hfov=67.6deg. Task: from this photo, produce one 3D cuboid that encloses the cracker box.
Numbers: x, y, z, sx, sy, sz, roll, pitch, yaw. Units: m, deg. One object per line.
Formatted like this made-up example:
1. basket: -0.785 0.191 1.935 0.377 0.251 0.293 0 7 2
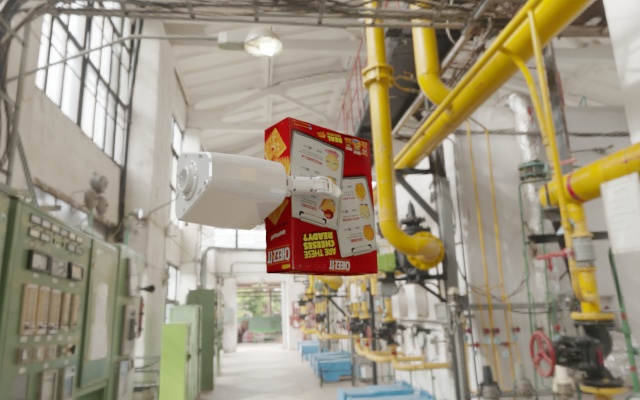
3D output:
1. cracker box: 0.000 0.002 0.707 0.164 0.213 0.072 10 -18 -39
